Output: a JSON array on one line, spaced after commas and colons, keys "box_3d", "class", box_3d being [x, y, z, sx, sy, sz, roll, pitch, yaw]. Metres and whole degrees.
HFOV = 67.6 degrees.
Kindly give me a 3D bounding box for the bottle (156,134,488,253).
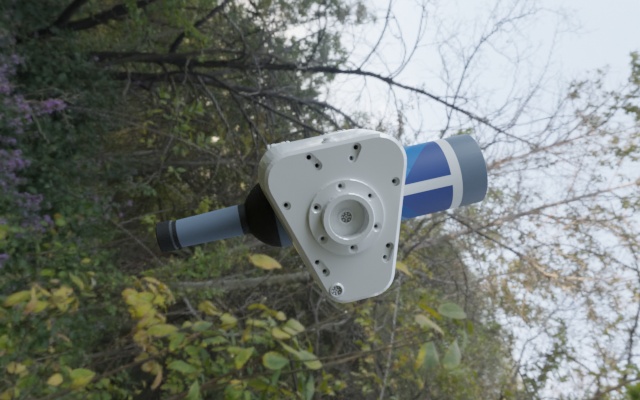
[{"box_3d": [0.000, 0.001, 0.439, 0.296, 0.069, 0.069, -13, 1, -5], "class": "bottle"}]
